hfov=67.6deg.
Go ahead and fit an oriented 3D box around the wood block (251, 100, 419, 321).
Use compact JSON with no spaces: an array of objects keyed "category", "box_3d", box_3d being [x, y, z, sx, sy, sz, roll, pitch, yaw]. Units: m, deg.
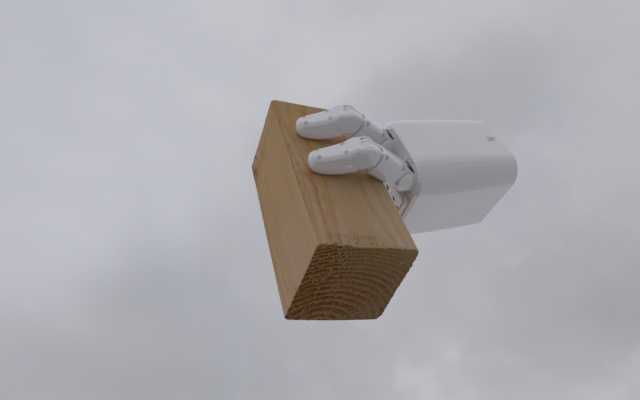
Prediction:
[{"category":"wood block","box_3d":[0.000,0.002,0.451,0.090,0.091,0.206,5,38,-22]}]
